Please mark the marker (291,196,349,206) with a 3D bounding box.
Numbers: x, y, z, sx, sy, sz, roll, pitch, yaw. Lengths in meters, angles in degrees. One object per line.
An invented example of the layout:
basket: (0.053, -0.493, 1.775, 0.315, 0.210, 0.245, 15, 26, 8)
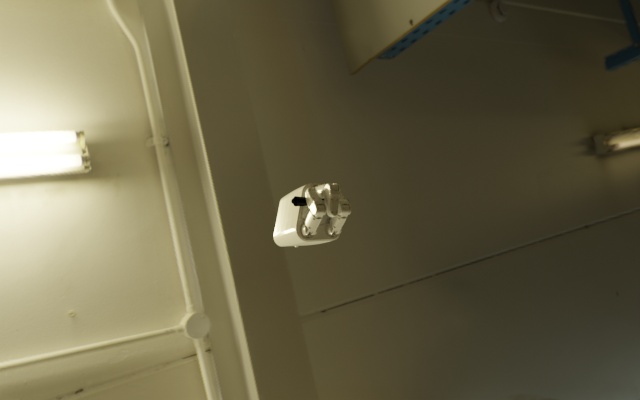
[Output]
marker: (0.000, 0.003, 0.892, 0.121, 0.020, 0.020, 2, -1, -32)
